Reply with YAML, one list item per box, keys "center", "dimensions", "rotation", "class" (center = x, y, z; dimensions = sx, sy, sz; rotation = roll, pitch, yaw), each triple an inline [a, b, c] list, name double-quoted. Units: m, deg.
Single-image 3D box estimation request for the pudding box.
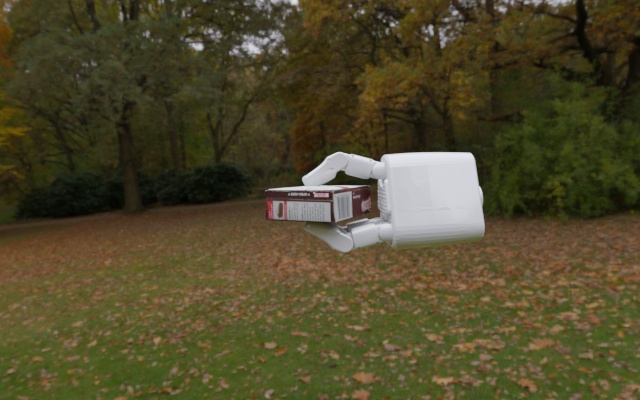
- center: [0.000, 0.002, 0.570]
  dimensions: [0.090, 0.039, 0.113]
  rotation: [0, 3, 26]
  class: "pudding box"
